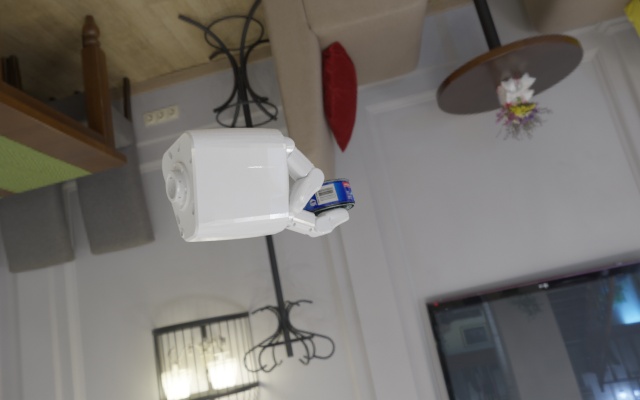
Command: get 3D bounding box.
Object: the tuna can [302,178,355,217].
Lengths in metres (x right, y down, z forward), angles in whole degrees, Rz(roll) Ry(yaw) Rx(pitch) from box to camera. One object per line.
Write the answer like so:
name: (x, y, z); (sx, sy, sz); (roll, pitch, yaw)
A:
tuna can: (0.000, 0.003, 0.610); (0.086, 0.033, 0.086); (-16, -10, -3)
